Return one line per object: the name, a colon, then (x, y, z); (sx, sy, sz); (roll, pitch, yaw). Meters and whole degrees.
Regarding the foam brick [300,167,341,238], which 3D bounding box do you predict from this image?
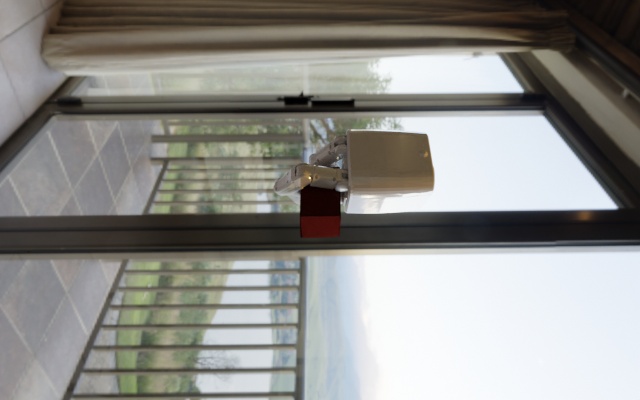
foam brick: (0.000, 0.002, 0.610); (0.051, 0.078, 0.053); (1, -33, 0)
